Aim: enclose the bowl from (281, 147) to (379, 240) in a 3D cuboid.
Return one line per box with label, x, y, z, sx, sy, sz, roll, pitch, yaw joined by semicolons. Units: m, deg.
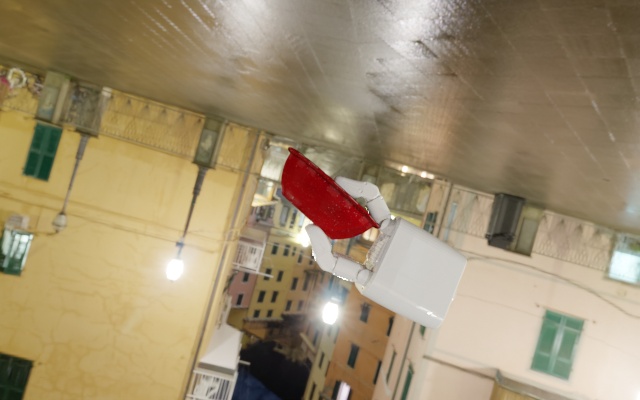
bowl;-0.001;0.002;0.636;0.162;0.055;0.162;42;-2;2
